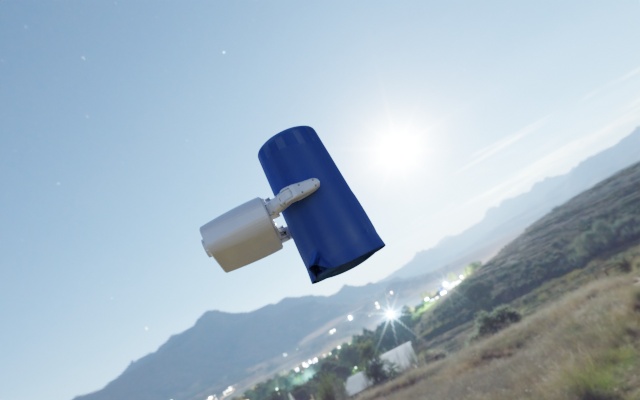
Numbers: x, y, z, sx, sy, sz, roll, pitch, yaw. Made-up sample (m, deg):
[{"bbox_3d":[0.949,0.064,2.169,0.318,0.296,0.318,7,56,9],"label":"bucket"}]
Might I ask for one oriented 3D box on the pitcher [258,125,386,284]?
[{"bbox_3d":[0.000,0.003,0.789,0.145,0.242,0.149,-26,-12,-7],"label":"pitcher"}]
